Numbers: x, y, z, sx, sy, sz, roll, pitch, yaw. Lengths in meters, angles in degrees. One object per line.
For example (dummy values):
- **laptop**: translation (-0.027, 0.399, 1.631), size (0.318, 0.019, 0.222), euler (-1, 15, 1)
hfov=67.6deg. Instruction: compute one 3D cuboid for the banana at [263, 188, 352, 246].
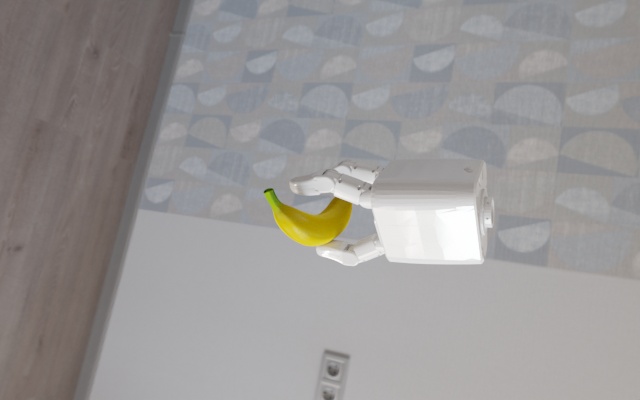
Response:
- **banana**: translation (0.000, 0.021, 0.592), size (0.037, 0.069, 0.198), euler (-6, -3, 27)
